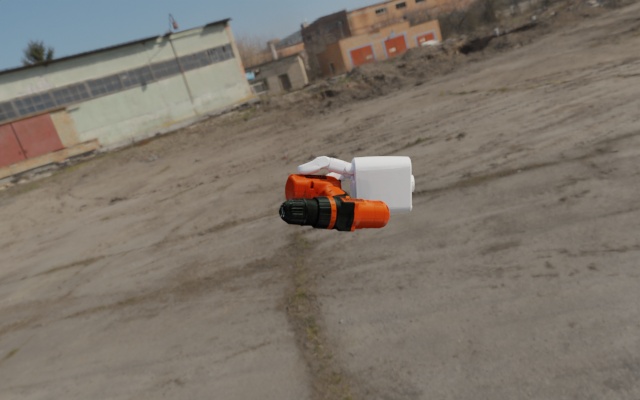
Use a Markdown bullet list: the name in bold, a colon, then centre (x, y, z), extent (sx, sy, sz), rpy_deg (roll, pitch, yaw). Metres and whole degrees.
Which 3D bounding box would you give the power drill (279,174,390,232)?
- **power drill**: centre (0.000, 0.002, 0.816), extent (0.184, 0.057, 0.187), rpy_deg (4, 16, -22)
